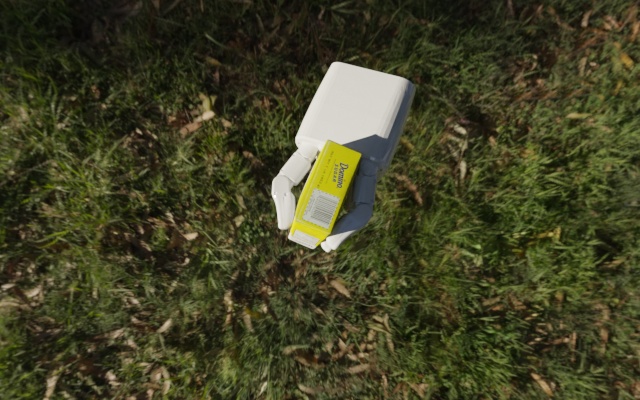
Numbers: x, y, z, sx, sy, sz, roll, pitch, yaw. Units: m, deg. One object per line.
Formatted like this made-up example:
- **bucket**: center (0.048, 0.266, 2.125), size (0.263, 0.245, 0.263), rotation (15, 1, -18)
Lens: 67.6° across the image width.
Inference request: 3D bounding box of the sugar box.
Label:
- **sugar box**: center (0.001, 0.002, 0.560), size (0.048, 0.093, 0.176), rotation (23, -11, 1)
